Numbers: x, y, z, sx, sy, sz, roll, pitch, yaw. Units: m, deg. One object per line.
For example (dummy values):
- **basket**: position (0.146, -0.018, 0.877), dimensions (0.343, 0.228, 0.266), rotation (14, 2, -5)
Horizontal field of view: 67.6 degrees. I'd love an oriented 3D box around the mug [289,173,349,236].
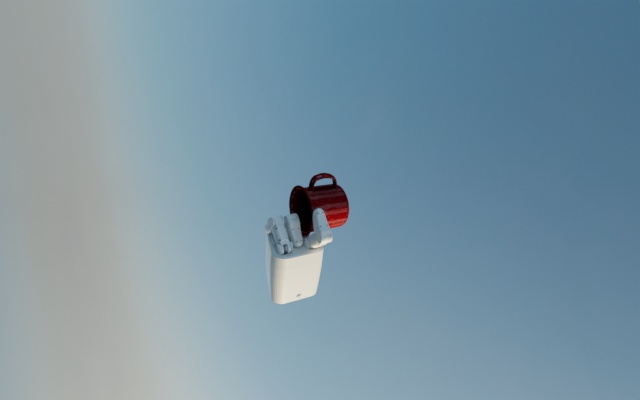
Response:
- **mug**: position (0.000, 0.002, 0.871), dimensions (0.081, 0.117, 0.093), rotation (-9, 31, -29)
